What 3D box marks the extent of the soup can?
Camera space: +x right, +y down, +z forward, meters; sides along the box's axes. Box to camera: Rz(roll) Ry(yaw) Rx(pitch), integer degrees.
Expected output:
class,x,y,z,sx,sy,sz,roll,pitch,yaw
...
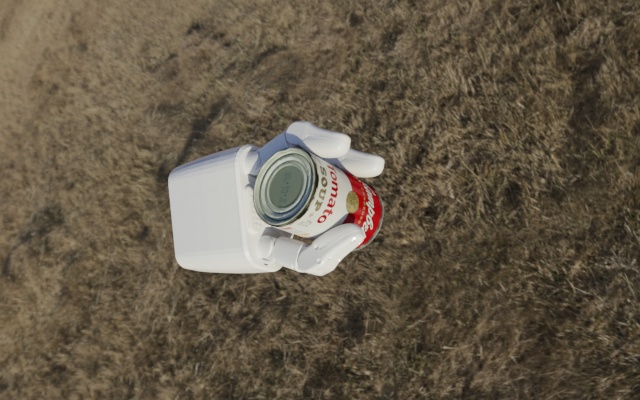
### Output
class,x,y,z,sx,sy,sz,roll,pitch,yaw
soup can,0.000,0.001,0.412,0.068,0.068,0.102,0,-16,38
